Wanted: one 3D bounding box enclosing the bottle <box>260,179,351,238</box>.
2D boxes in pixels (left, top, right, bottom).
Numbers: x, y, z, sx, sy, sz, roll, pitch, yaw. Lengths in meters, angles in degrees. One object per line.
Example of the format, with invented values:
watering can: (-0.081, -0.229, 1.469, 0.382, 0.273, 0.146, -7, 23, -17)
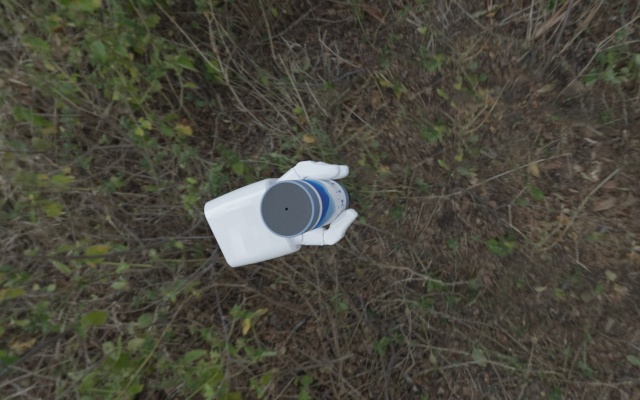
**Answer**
bottle: (0.000, 0.002, 0.685, 0.069, 0.069, 0.295, 0, 3, 15)
